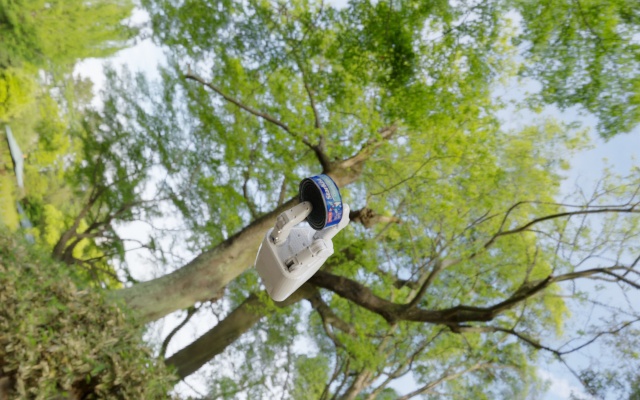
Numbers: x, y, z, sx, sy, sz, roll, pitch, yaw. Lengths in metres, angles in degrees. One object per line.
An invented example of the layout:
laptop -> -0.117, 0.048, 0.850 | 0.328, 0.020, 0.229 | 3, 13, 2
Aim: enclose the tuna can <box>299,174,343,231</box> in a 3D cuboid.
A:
tuna can -> 0.001, 0.002, 0.750 | 0.034, 0.086, 0.086 | -16, 7, -27
